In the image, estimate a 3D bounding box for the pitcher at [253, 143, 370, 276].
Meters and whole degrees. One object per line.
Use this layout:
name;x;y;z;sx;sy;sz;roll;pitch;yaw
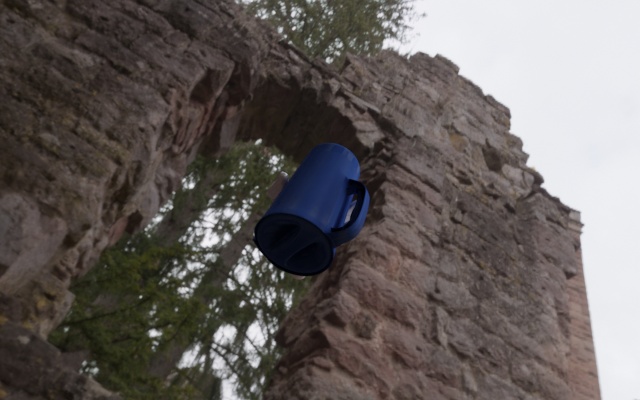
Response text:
pitcher;0.000;0.003;0.829;0.149;0.145;0.242;27;43;0
